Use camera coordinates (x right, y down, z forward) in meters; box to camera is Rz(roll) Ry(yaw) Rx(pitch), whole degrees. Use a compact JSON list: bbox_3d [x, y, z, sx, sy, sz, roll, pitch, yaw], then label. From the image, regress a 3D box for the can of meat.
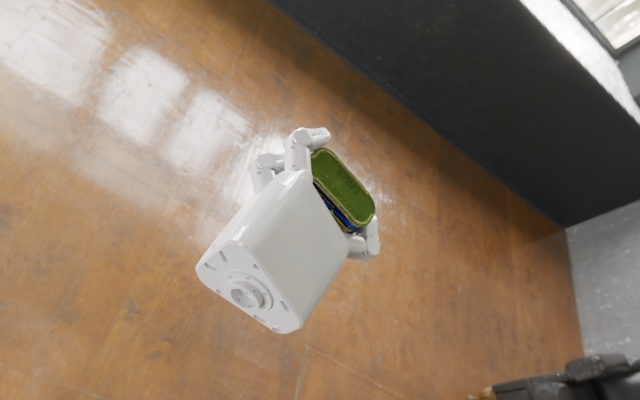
[{"bbox_3d":[0.000,0.002,0.535,0.084,0.102,0.057,-35,12,44],"label":"can of meat"}]
